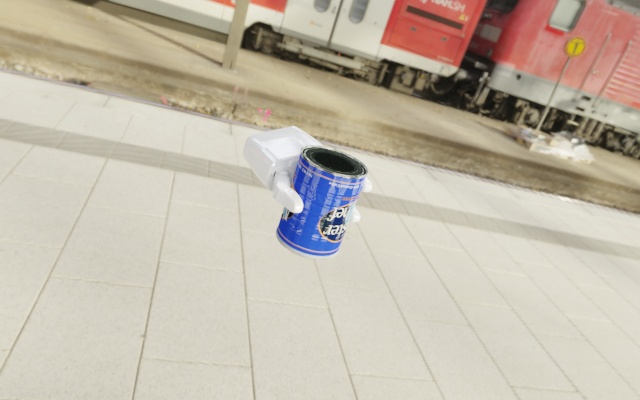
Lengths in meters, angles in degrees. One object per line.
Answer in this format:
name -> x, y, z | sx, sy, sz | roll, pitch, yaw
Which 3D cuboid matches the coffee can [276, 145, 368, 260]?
coffee can -> 0.000, 0.003, 0.713 | 0.103, 0.140, 0.102 | 16, 24, -7
